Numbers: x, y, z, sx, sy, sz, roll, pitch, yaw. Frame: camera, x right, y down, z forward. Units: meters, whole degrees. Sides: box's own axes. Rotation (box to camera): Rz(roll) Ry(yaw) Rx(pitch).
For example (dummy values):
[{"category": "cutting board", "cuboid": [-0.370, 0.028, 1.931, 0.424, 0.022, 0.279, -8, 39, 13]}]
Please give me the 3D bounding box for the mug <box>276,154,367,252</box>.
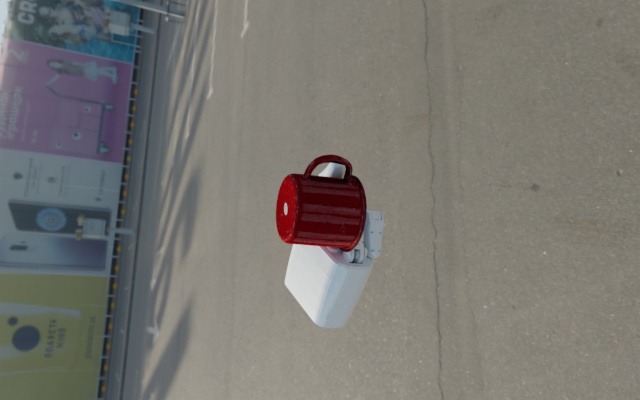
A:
[{"category": "mug", "cuboid": [0.000, 0.001, 0.555, 0.081, 0.117, 0.093, 5, 28, -22]}]
